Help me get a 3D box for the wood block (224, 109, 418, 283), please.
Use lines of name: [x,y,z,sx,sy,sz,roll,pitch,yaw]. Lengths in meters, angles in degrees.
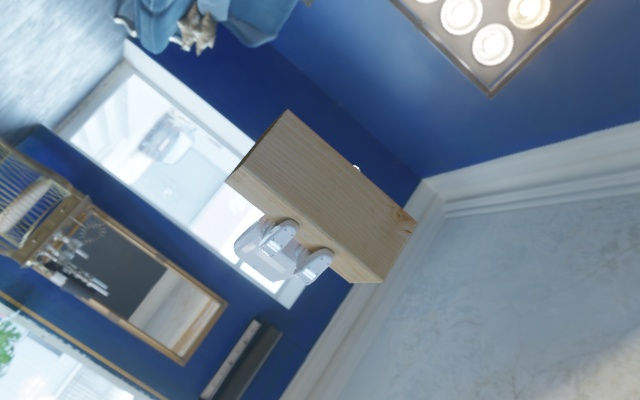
wood block: [0.000,0.002,0.573,0.206,0.090,0.090,40,-23,-13]
